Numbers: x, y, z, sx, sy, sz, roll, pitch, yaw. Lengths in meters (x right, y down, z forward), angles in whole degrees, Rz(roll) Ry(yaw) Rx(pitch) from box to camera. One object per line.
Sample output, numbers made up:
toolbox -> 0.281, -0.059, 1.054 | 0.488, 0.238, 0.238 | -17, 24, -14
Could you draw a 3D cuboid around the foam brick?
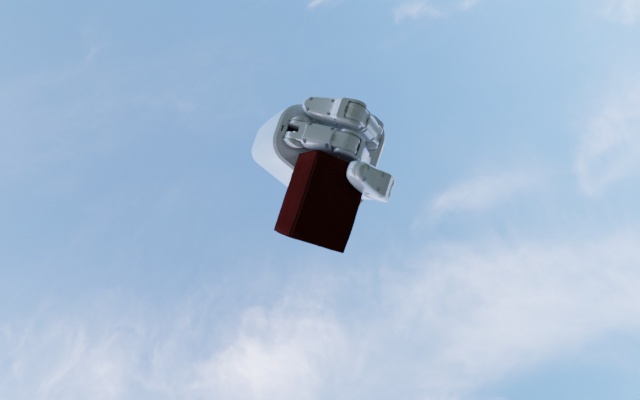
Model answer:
foam brick -> 0.000, 0.002, 0.423 | 0.053, 0.078, 0.051 | 21, -7, -21
